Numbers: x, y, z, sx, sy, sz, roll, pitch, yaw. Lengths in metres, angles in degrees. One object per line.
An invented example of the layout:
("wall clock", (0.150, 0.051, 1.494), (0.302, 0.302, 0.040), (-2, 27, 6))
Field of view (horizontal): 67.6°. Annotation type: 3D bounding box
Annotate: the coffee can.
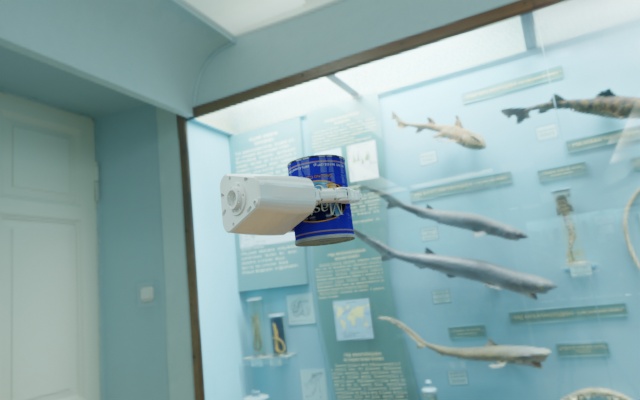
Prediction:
("coffee can", (0.000, 0.003, 0.819), (0.103, 0.140, 0.103), (-6, -10, -1))
